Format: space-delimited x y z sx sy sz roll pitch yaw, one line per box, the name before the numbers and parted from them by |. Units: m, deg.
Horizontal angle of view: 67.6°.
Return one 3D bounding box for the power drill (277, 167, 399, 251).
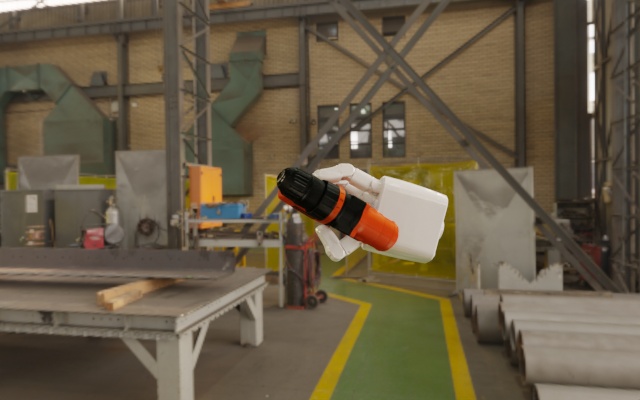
power drill | 0.000 0.002 0.678 0.184 0.057 0.187 32 -2 -22
